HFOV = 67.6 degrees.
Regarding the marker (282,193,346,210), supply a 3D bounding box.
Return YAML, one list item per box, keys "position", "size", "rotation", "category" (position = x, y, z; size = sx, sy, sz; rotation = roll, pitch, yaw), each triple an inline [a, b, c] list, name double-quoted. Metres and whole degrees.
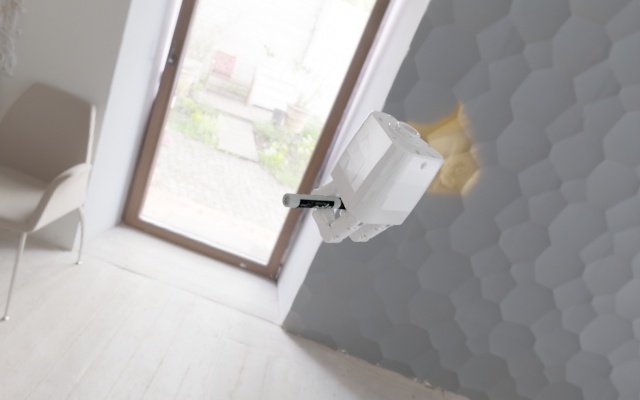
- position: [0.000, 0.002, 0.648]
  size: [0.121, 0.020, 0.020]
  rotation: [4, -3, -44]
  category: "marker"
